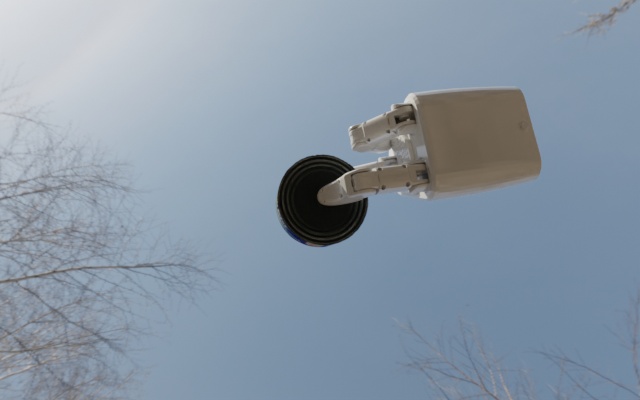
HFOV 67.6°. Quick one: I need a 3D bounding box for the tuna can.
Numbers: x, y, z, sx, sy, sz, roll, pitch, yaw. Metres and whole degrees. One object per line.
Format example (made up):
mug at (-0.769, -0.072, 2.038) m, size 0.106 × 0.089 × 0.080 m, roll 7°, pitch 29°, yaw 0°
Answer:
tuna can at (0.000, 0.002, 0.458) m, size 0.086 × 0.086 × 0.034 m, roll 0°, pitch -10°, yaw -10°
